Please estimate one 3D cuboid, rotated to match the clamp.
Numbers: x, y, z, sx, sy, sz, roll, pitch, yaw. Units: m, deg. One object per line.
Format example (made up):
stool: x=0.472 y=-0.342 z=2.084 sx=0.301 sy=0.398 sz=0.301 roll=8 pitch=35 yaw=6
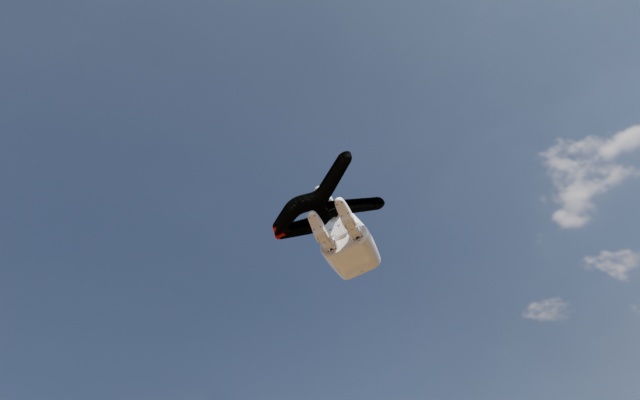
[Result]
clamp: x=0.000 y=0.003 z=0.863 sx=0.210 sy=0.036 sz=0.165 roll=-25 pitch=-44 yaw=6
